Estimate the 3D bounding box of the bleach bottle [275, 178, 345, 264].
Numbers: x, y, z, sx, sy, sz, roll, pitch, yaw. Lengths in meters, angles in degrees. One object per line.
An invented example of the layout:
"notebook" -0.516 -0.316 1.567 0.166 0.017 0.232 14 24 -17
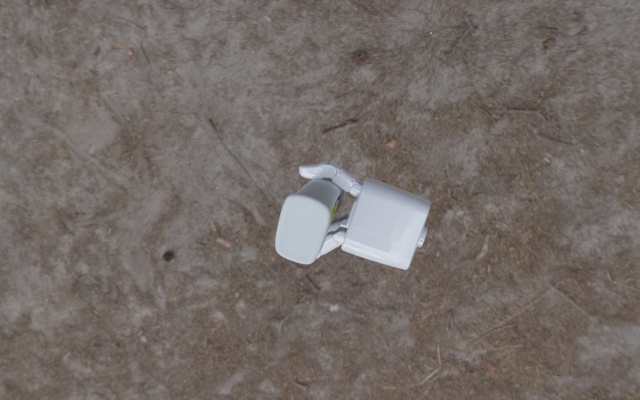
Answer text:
"bleach bottle" 0.000 0.003 0.752 0.068 0.103 0.250 19 22 6
